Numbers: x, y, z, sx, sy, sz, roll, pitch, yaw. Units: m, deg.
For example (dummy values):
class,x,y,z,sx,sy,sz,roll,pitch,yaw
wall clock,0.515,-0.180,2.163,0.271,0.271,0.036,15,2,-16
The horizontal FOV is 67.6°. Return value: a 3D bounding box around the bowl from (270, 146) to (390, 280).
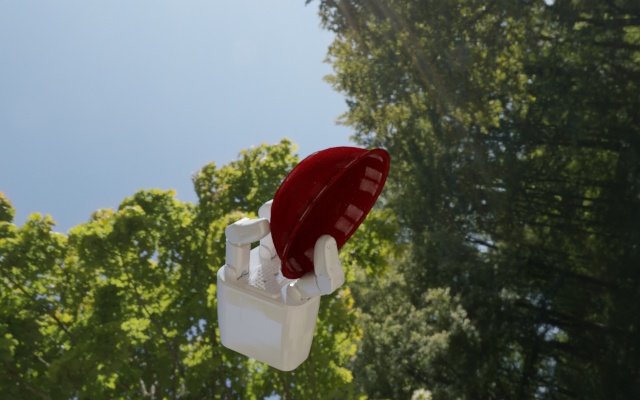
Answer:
class,x,y,z,sx,sy,sz,roll,pitch,yaw
bowl,0.000,0.000,0.488,0.055,0.162,0.162,39,16,21
